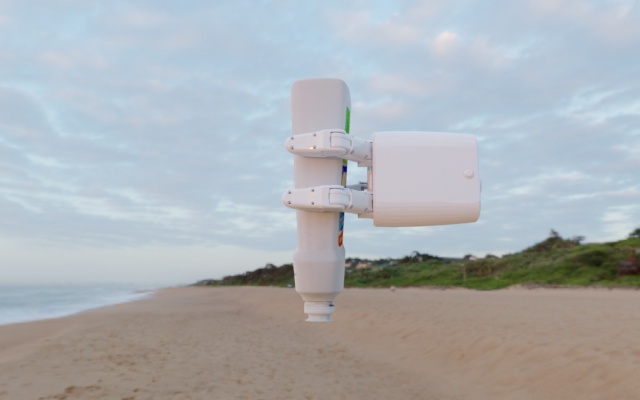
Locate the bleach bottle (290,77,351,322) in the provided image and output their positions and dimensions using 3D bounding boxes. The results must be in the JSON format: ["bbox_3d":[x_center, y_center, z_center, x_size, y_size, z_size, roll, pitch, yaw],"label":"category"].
[{"bbox_3d":[0.000,0.002,0.520,0.068,0.250,0.102,0,-10,5],"label":"bleach bottle"}]
